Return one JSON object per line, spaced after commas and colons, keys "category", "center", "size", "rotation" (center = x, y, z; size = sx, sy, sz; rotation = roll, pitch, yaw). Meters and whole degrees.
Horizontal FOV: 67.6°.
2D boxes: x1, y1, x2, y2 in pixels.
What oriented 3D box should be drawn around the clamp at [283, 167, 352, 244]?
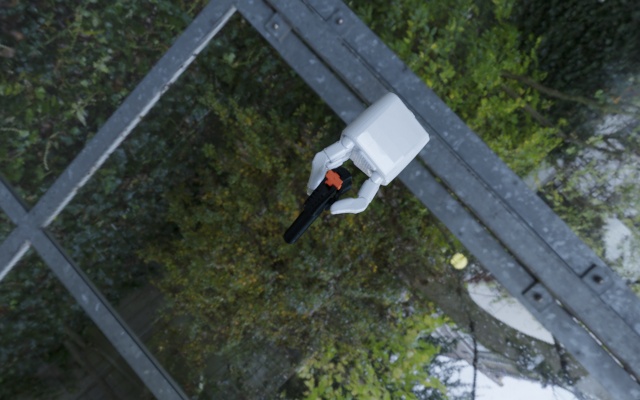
{"category": "clamp", "center": [0.001, 0.003, 0.779], "size": [0.036, 0.164, 0.210], "rotation": [44, -9, 5]}
